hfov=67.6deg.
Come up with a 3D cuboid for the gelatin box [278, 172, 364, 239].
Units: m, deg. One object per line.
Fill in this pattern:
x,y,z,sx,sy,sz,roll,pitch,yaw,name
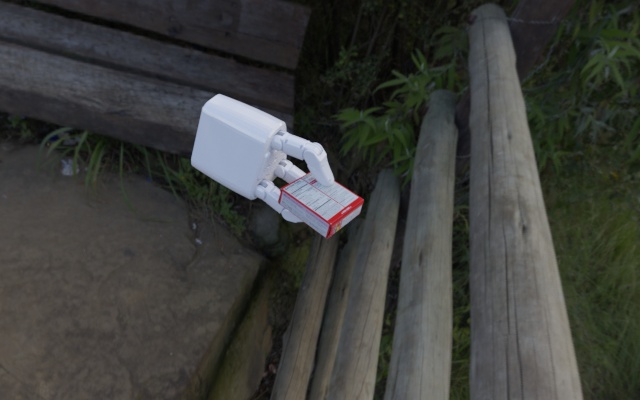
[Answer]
0.000,0.002,0.634,0.089,0.030,0.073,34,44,23,gelatin box
